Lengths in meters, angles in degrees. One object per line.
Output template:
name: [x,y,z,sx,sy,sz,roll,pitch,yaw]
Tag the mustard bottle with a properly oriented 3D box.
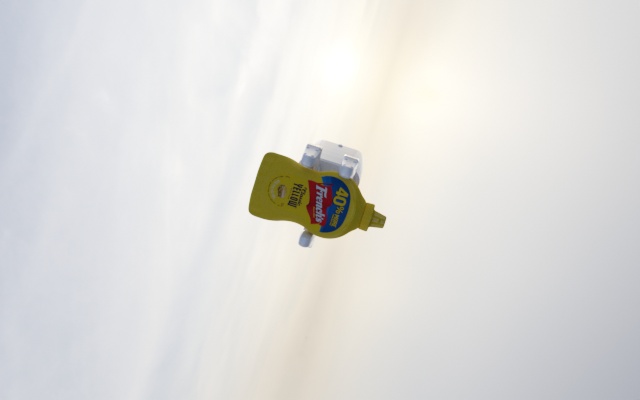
mustard bottle: [0.000,0.002,0.680,0.191,0.096,0.058,18,3,4]
